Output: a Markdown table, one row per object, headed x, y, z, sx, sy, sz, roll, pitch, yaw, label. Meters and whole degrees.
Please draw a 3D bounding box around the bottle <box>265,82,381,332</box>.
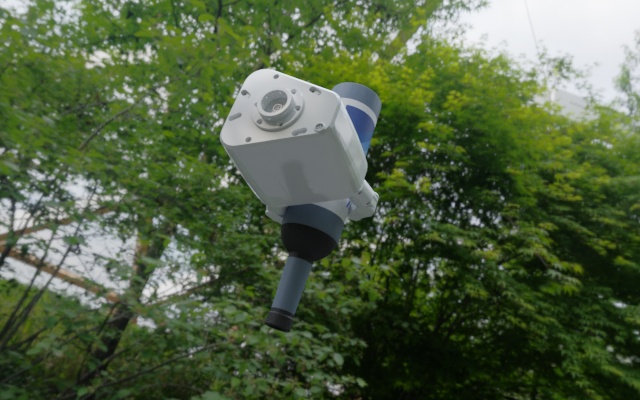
| x | y | z | sx | sy | sz | roll | pitch | yaw | label |
| --- | --- | --- | --- | --- | --- | --- | --- | --- | --- |
| 0.000 | 0.002 | 0.542 | 0.069 | 0.295 | 0.069 | 16 | -23 | 7 | bottle |
